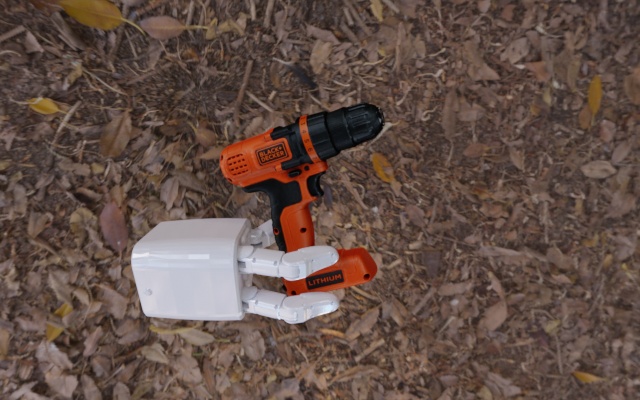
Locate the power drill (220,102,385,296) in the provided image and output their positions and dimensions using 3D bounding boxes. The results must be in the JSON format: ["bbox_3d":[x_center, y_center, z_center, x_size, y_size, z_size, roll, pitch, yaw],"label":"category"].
[{"bbox_3d":[0.000,0.002,0.520,0.184,0.187,0.057,-16,7,17],"label":"power drill"}]
